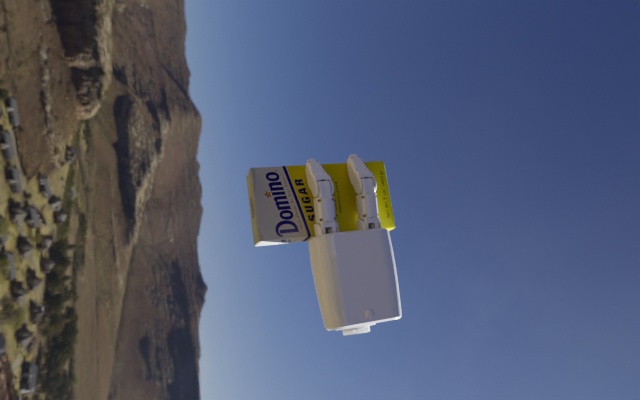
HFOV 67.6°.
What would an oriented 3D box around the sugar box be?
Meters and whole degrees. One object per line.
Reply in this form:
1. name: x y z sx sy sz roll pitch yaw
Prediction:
1. sugar box: 0.000 0.002 0.603 0.176 0.093 0.048 -5 -14 -19
